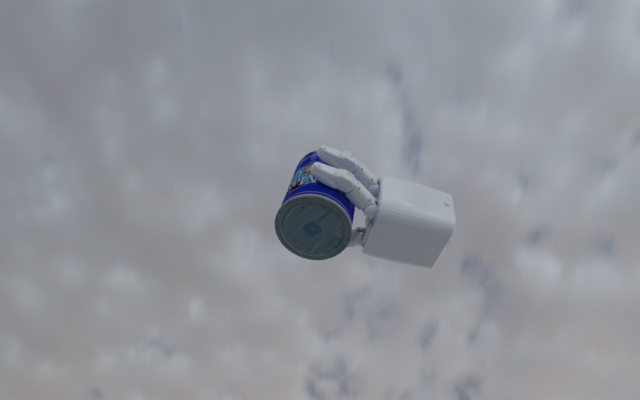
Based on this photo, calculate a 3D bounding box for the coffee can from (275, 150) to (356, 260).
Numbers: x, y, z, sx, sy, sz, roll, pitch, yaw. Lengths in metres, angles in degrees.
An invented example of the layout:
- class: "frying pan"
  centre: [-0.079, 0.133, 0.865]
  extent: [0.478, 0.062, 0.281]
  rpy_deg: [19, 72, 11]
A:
- class: "coffee can"
  centre: [0.000, 0.002, 0.682]
  extent: [0.103, 0.103, 0.140]
  rpy_deg: [0, 31, 10]
